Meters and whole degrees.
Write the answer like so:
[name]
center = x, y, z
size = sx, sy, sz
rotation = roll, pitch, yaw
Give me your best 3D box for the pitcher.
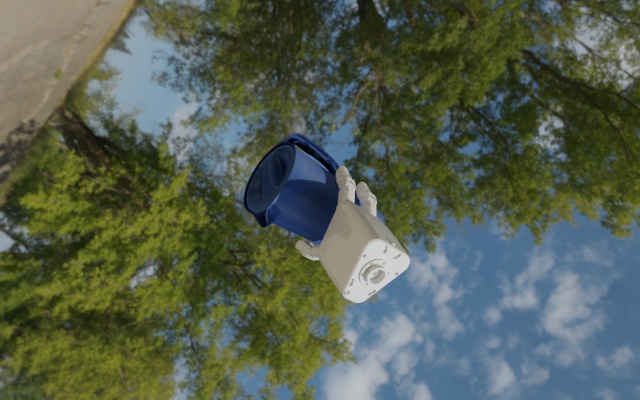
[pitcher]
center = 0.000, 0.003, 0.841
size = 0.243, 0.149, 0.145
rotation = 32, 12, -32
